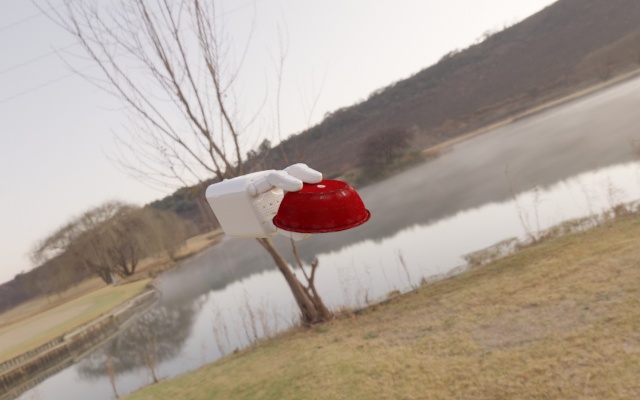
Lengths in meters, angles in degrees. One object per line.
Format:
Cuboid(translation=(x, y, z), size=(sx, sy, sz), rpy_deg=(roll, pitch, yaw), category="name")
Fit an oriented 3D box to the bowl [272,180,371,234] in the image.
Cuboid(translation=(0.001, 0.002, 0.774), size=(0.162, 0.055, 0.162), rpy_deg=(-3, 15, 1), category="bowl")
